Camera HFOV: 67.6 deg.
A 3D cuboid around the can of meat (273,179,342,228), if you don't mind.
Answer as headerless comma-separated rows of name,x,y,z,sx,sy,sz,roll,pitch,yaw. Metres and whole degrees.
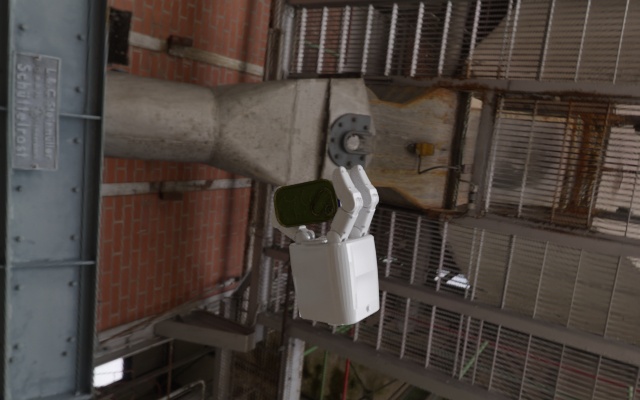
can of meat,0.000,0.002,0.672,0.102,0.057,0.084,-10,-2,33
